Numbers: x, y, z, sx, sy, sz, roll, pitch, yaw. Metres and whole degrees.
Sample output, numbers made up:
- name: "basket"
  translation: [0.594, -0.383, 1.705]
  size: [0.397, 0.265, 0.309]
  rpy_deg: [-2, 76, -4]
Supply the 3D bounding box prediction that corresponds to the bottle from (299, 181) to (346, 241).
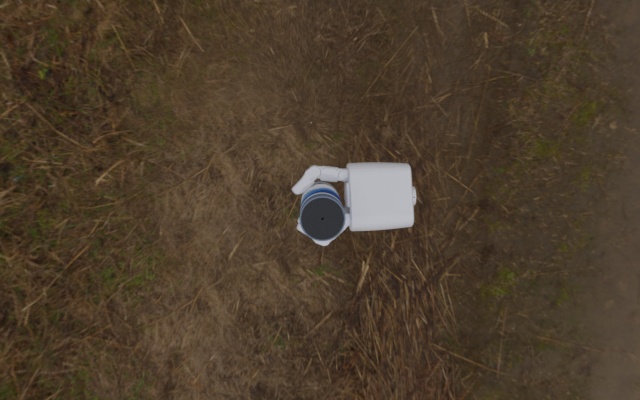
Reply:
- name: "bottle"
  translation: [0.000, 0.003, 0.827]
  size: [0.069, 0.069, 0.295]
  rpy_deg: [0, 9, -1]
